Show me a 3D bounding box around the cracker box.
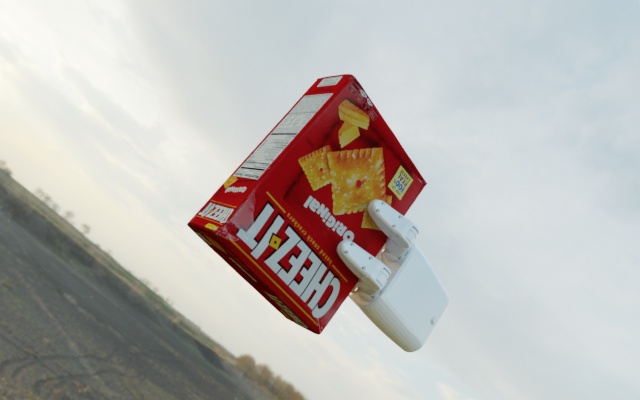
[{"bbox_3d":[0.000,0.001,0.495,0.072,0.213,0.164,9,-35,53],"label":"cracker box"}]
